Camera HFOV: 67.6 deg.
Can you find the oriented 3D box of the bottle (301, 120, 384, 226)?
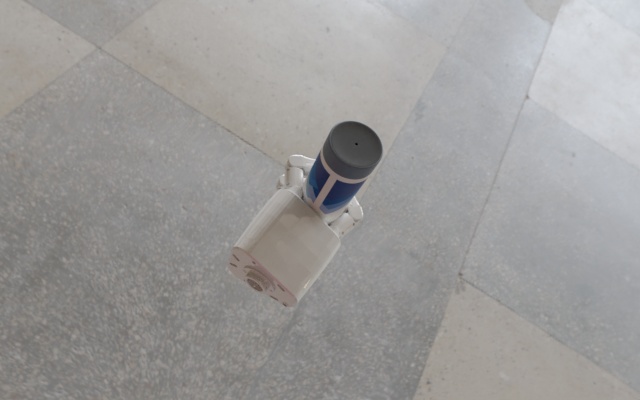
[{"bbox_3d":[0.000,0.002,0.666,0.069,0.069,0.296,0,-27,-18],"label":"bottle"}]
